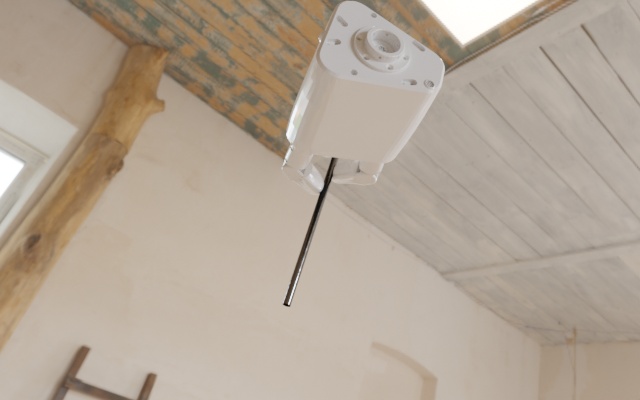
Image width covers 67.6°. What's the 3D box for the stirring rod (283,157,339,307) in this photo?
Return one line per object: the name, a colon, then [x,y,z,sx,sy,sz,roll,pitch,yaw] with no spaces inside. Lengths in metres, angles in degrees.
stirring rod: [0.000,0.002,0.516,0.011,0.239,0.011,13,-31,8]
